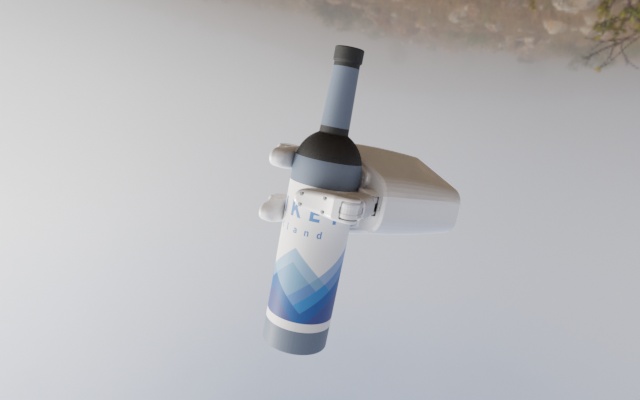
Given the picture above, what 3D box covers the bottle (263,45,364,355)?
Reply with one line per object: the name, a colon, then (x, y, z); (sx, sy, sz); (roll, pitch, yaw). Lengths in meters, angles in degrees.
bottle: (0.000, 0.002, 0.468); (0.069, 0.296, 0.069); (10, 11, -2)
